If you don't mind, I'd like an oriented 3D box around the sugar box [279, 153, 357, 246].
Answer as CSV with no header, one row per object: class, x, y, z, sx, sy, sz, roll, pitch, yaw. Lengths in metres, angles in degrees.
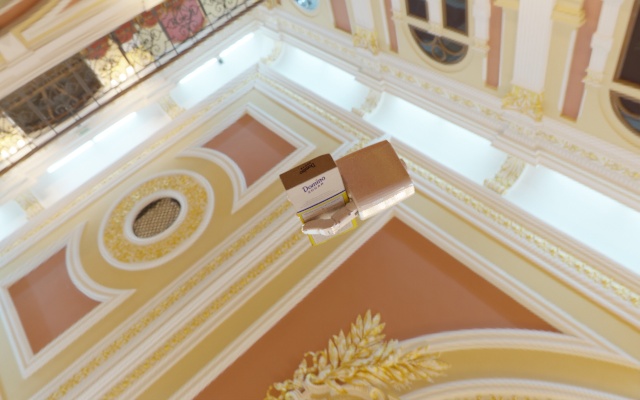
sugar box,0.000,0.002,0.829,0.093,0.048,0.176,-25,-41,-3
